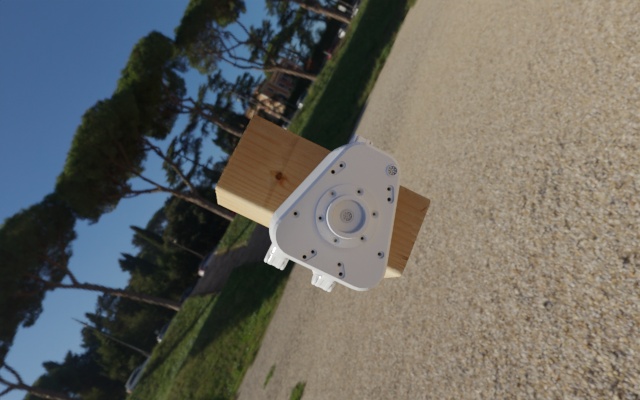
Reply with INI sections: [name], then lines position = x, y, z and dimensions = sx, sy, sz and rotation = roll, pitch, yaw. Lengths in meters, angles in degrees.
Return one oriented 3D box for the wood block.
[wood block]
position = 0.000, 0.001, 0.526
dimensions = 0.206, 0.090, 0.090
rotation = 26, -14, -4
